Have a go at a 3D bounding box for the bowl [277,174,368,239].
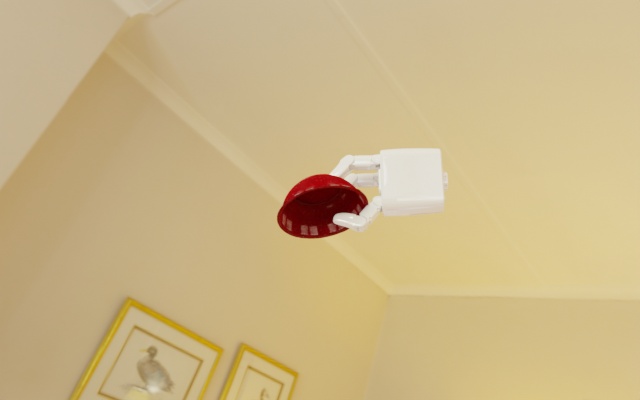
[{"bbox_3d":[-0.001,0.003,0.840,0.162,0.055,0.162,-9,-34,-6],"label":"bowl"}]
